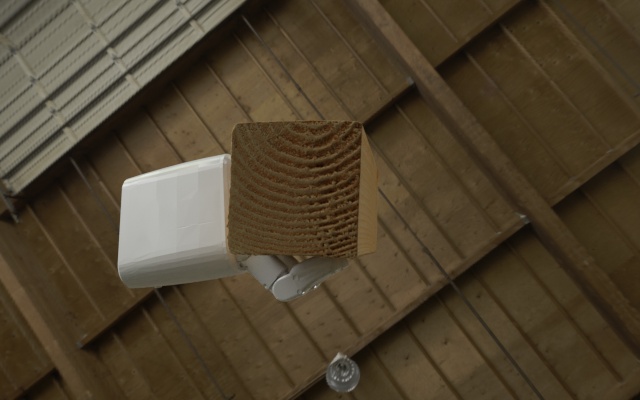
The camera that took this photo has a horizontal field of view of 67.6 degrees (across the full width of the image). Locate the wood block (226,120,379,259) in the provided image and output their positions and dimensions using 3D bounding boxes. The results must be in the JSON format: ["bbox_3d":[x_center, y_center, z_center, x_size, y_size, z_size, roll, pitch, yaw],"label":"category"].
[{"bbox_3d":[0.000,0.001,0.411,0.090,0.091,0.206,1,-5,10],"label":"wood block"}]
